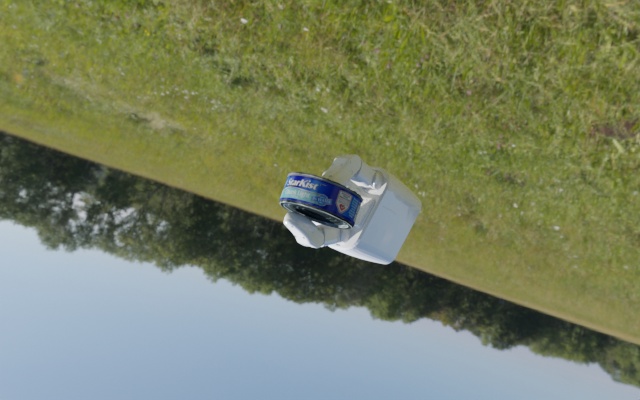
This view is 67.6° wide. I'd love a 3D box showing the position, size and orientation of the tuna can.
[{"bbox_3d":[0.000,0.002,0.512,0.086,0.033,0.086,18,-11,4],"label":"tuna can"}]
